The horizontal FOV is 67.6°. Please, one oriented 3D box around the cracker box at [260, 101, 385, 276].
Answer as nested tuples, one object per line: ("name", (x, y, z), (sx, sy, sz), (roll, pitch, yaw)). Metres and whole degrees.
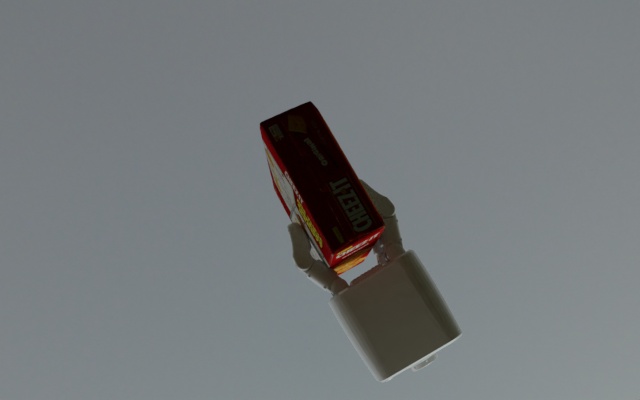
("cracker box", (0.000, 0.002, 0.590), (0.072, 0.164, 0.214), (-28, -14, -9))
